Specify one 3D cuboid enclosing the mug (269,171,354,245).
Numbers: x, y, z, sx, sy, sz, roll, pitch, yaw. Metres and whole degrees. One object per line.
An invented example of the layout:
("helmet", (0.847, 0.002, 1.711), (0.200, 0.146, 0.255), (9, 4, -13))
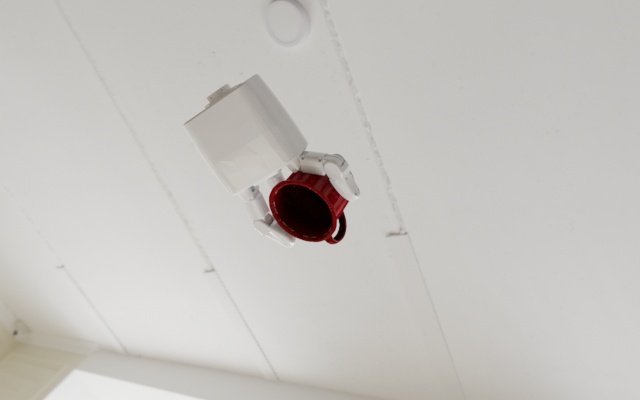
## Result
("mug", (0.001, 0.003, 0.615), (0.093, 0.117, 0.081), (-18, 24, 39))
